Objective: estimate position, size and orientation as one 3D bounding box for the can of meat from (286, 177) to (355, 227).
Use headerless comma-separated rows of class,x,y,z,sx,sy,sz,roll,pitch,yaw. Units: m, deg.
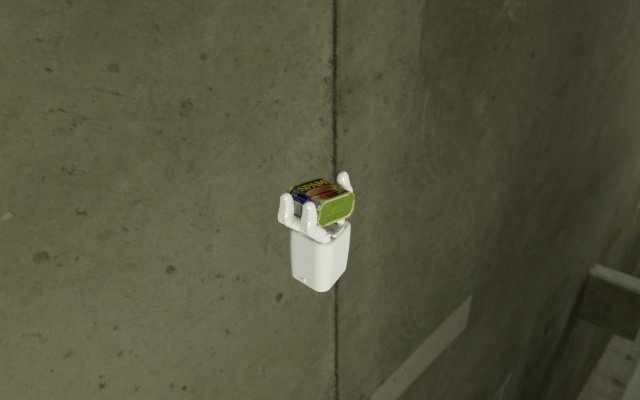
can of meat,0.000,0.003,0.867,0.084,0.057,0.102,24,30,37
